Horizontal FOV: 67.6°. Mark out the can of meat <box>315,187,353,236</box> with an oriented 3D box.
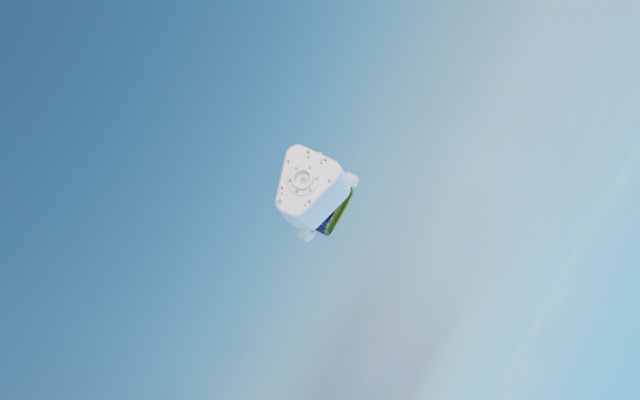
[{"bbox_3d":[0.000,0.003,0.861,0.084,0.102,0.057,26,-12,15],"label":"can of meat"}]
